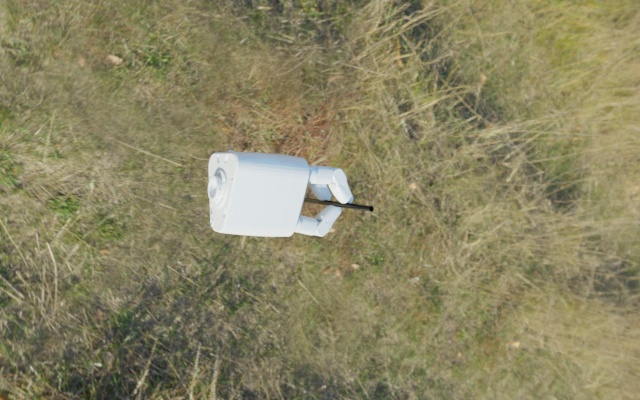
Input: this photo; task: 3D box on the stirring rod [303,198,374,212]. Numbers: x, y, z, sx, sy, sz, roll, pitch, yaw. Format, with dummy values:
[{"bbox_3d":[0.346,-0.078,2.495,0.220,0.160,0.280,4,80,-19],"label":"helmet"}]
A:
[{"bbox_3d":[0.000,0.002,0.741,0.011,0.011,0.239,0,4,-35],"label":"stirring rod"}]
